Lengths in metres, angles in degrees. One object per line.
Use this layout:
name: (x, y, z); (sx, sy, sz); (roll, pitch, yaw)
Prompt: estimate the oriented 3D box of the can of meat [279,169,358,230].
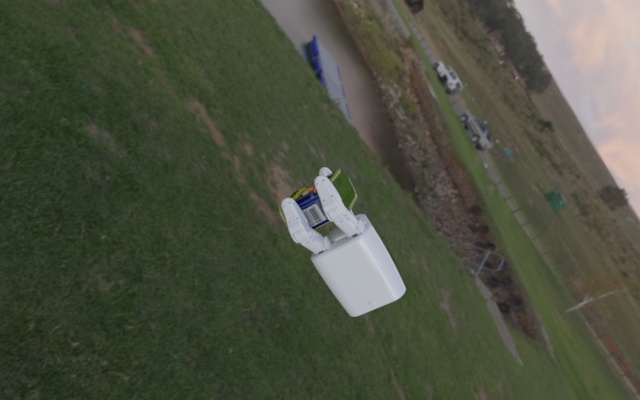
can of meat: (0.000, 0.002, 0.679); (0.084, 0.057, 0.102); (-28, 9, 19)
